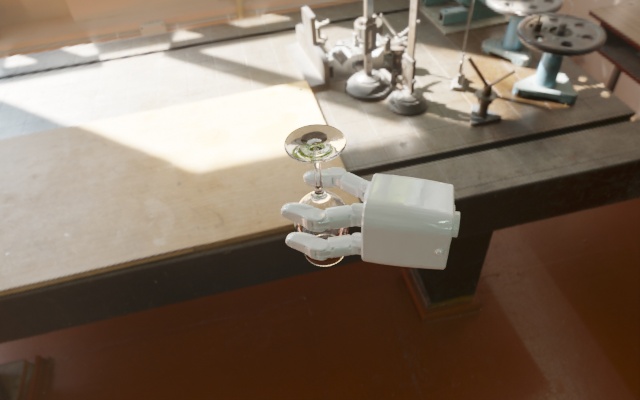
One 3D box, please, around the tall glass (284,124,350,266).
[{"bbox_3d":[0.000,0.002,0.633,0.079,0.201,0.079,-2,45,2],"label":"tall glass"}]
